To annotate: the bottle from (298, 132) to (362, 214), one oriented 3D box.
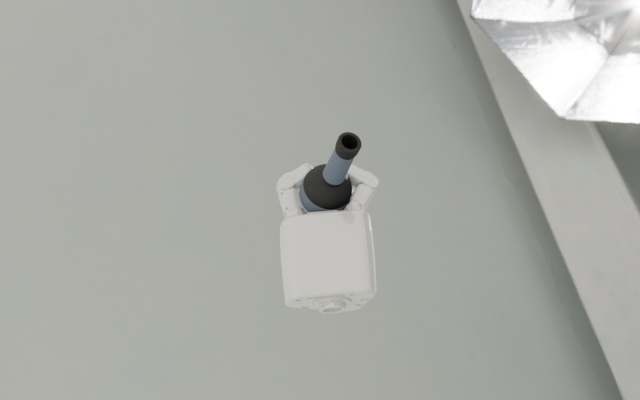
[{"bbox_3d":[0.000,0.002,0.651,0.069,0.069,0.296,0,-27,-14],"label":"bottle"}]
